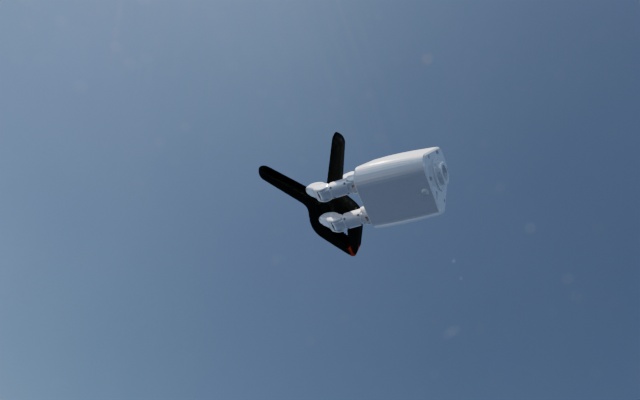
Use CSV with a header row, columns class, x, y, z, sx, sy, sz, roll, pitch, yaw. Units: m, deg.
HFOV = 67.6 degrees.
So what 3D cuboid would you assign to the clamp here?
class,x,y,z,sx,sy,sz,roll,pitch,yaw
clamp,0.001,0.003,0.783,0.164,0.210,0.036,-12,24,30
